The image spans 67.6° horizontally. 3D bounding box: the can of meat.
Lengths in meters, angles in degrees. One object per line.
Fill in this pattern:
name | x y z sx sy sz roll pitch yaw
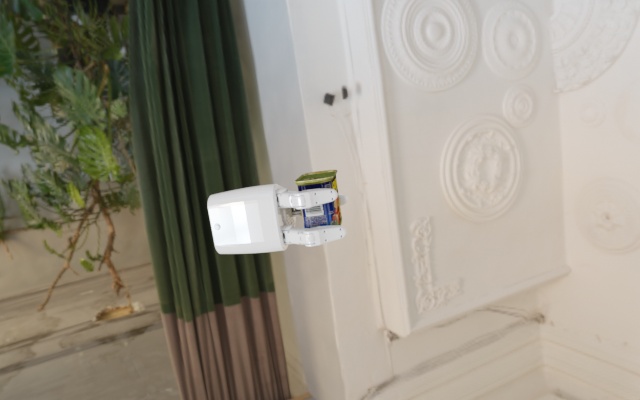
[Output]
can of meat | 0.000 0.003 0.723 0.057 0.084 0.102 -7 9 8
